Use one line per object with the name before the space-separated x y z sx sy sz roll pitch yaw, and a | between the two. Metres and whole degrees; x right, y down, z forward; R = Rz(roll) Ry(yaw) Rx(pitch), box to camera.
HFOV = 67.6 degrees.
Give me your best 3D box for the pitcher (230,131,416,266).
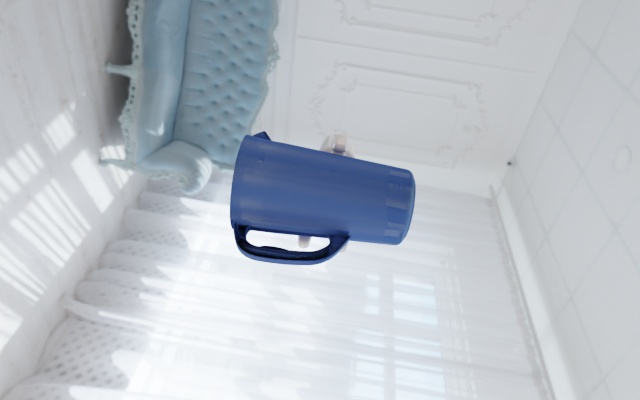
pitcher | 0.000 0.002 0.660 0.243 0.149 0.145 9 20 0
